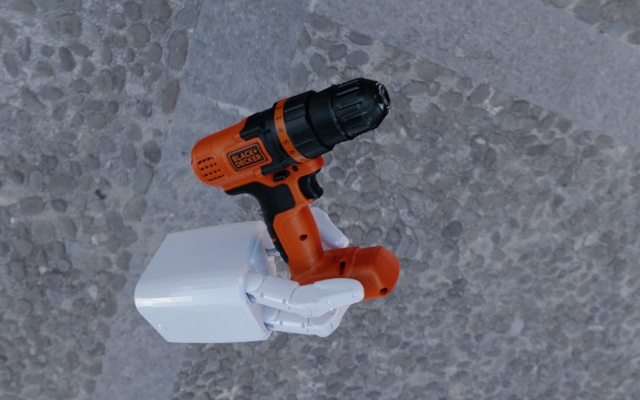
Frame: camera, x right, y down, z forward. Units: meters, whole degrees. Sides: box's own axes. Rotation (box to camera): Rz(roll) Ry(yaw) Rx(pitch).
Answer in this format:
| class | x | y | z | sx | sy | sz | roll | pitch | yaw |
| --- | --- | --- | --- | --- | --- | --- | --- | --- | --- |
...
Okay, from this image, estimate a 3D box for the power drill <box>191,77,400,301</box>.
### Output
| class | x | y | z | sx | sy | sz | roll | pitch | yaw |
| --- | --- | --- | --- | --- | --- | --- | --- | --- | --- |
| power drill | 0.000 | 0.002 | 0.413 | 0.184 | 0.188 | 0.057 | -15 | 24 | 30 |
